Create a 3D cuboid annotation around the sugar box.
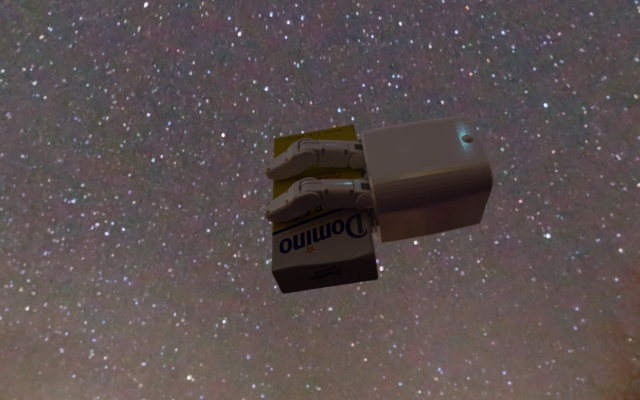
[{"bbox_3d":[0.000,0.001,0.478,0.093,0.176,0.048,-10,-44,6],"label":"sugar box"}]
